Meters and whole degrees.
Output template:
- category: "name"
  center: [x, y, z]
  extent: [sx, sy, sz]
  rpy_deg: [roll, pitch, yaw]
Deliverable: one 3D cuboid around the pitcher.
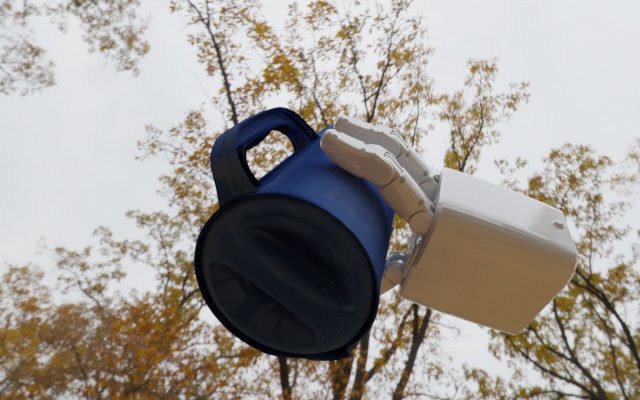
- category: "pitcher"
  center: [0.000, 0.001, 0.419]
  extent: [0.145, 0.149, 0.242]
  rpy_deg: [20, 28, 7]
